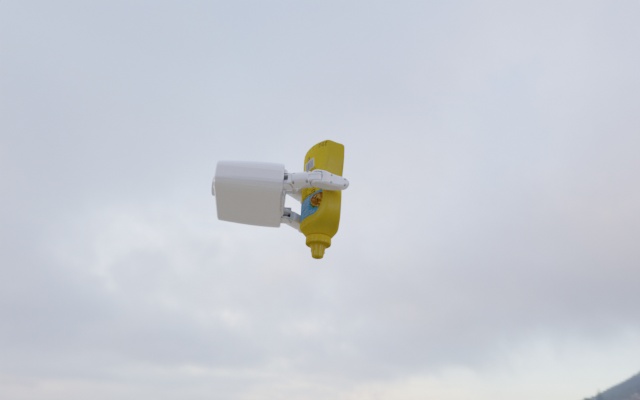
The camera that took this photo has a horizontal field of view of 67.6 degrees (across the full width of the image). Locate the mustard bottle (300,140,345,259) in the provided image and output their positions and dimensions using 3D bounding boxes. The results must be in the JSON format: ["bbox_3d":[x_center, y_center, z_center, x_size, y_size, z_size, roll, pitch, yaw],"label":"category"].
[{"bbox_3d":[0.000,0.002,0.782,0.058,0.191,0.096,16,-28,-24],"label":"mustard bottle"}]
